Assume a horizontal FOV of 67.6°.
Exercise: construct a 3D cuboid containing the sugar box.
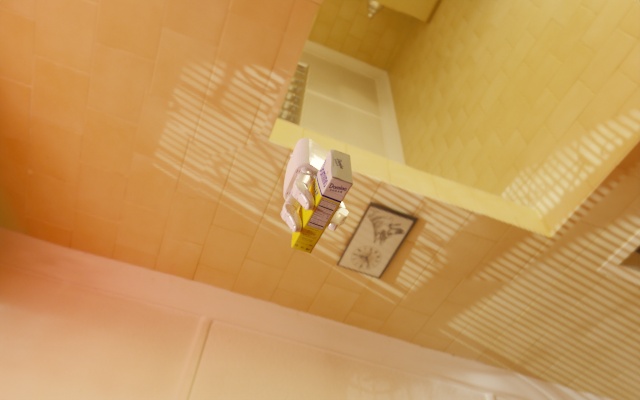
[{"bbox_3d":[0.000,0.003,0.860,0.048,0.176,0.093,17,35,-13],"label":"sugar box"}]
